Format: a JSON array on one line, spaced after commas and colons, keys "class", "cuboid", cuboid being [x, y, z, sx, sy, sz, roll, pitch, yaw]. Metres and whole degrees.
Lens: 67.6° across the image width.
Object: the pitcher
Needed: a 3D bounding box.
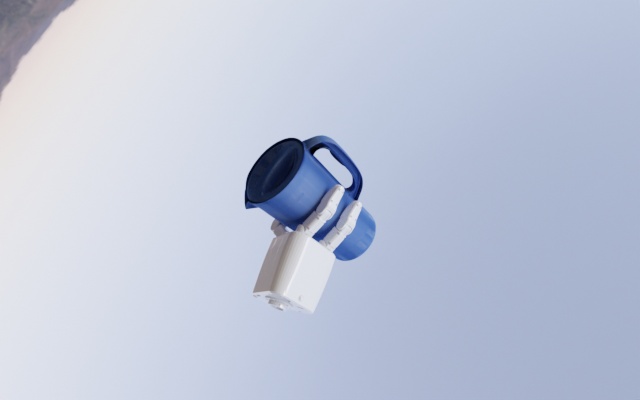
[{"class": "pitcher", "cuboid": [0.000, 0.003, 0.847, 0.149, 0.145, 0.243, -4, -34, 45]}]
